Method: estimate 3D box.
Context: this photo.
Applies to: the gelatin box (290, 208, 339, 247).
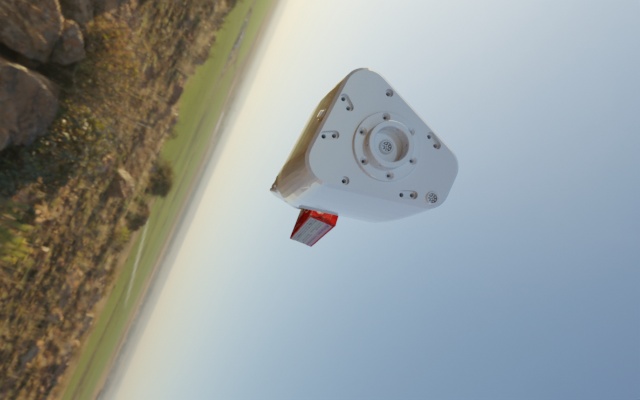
[{"bbox_3d":[0.000,0.002,0.502,0.030,0.073,0.089,23,-24,-8],"label":"gelatin box"}]
